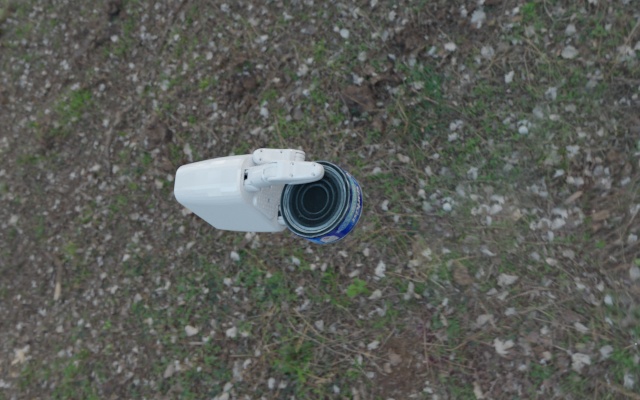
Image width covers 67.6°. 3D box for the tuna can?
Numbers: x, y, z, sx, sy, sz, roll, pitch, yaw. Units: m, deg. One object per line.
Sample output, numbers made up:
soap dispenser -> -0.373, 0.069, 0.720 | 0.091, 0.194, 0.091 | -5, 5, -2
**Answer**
tuna can -> 0.000, 0.002, 0.508 | 0.086, 0.086, 0.034 | 0, -14, 28
